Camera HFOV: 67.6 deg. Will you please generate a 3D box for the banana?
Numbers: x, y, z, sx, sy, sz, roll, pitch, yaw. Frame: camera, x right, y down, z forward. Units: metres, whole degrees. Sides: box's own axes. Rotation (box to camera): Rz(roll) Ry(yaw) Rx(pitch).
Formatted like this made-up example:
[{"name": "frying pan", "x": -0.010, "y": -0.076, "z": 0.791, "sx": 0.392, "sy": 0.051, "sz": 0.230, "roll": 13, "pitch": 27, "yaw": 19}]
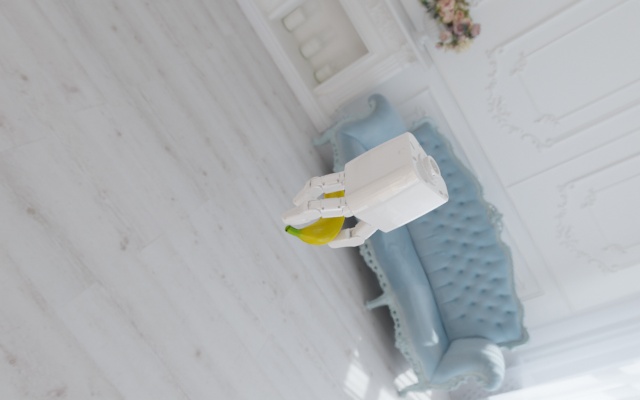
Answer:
[{"name": "banana", "x": 0.010, "y": 0.019, "z": 0.759, "sx": 0.037, "sy": 0.069, "sz": 0.197, "roll": -30, "pitch": 12, "yaw": 30}]
